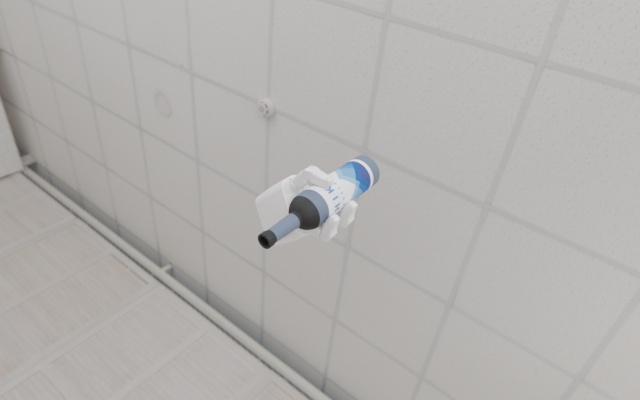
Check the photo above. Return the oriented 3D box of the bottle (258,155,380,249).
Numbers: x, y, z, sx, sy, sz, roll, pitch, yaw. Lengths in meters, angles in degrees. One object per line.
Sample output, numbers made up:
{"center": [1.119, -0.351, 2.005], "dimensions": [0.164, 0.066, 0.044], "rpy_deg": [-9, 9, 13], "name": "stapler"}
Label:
{"center": [0.000, 0.003, 0.852], "dimensions": [0.069, 0.069, 0.295], "rpy_deg": [0, 25, 43], "name": "bottle"}
